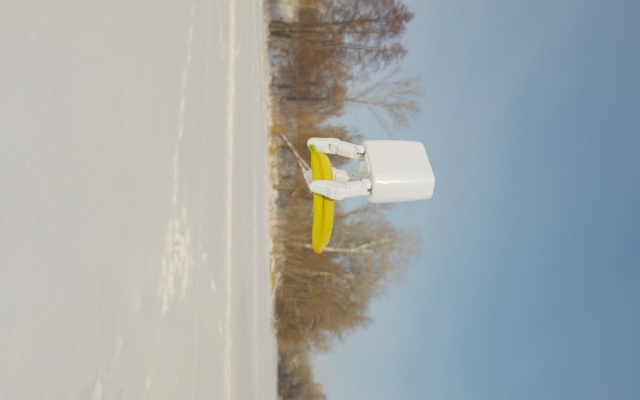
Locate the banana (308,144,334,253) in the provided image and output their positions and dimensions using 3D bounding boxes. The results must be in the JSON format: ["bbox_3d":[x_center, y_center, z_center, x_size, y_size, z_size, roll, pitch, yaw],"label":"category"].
[{"bbox_3d":[0.003,0.002,0.832,0.037,0.198,0.069,-3,9,-9],"label":"banana"}]
